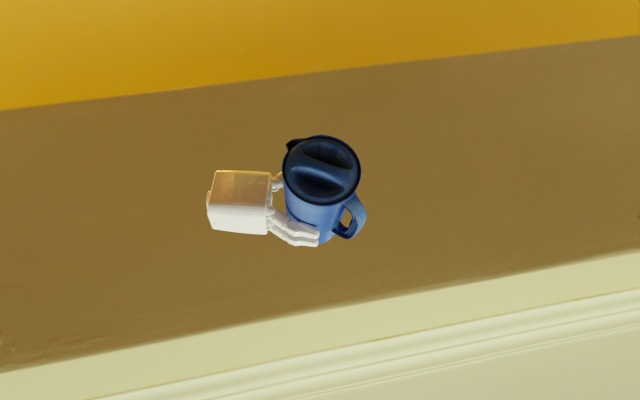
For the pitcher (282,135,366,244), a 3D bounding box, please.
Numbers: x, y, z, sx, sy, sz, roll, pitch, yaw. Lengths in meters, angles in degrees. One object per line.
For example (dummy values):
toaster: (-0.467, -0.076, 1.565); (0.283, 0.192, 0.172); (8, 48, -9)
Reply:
pitcher: (0.000, 0.003, 0.889); (0.145, 0.149, 0.243); (2, -25, -3)
